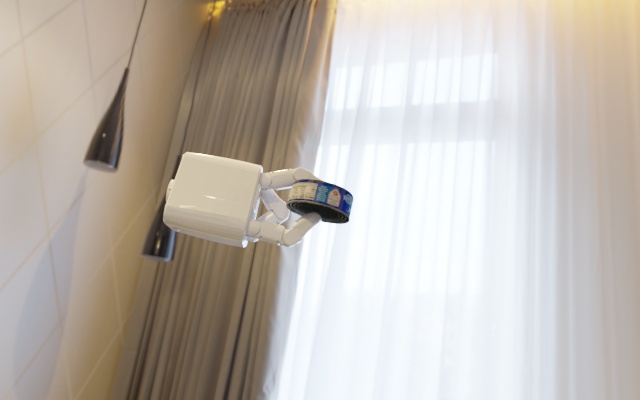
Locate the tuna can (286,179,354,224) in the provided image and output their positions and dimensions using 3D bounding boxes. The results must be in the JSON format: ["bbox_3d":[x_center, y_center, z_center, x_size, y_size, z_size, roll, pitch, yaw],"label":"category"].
[{"bbox_3d":[0.000,0.002,0.633,0.086,0.033,0.086,13,-16,4],"label":"tuna can"}]
